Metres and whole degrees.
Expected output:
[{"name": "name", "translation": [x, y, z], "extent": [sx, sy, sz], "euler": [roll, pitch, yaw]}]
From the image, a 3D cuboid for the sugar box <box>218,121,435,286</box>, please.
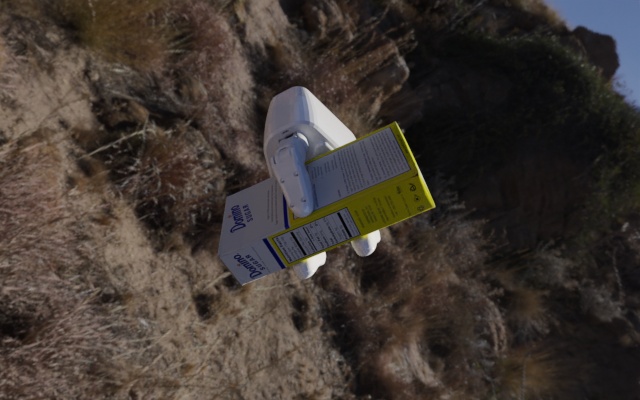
[{"name": "sugar box", "translation": [0.000, 0.002, 0.417], "extent": [0.176, 0.048, 0.093], "euler": [-25, 32, 11]}]
